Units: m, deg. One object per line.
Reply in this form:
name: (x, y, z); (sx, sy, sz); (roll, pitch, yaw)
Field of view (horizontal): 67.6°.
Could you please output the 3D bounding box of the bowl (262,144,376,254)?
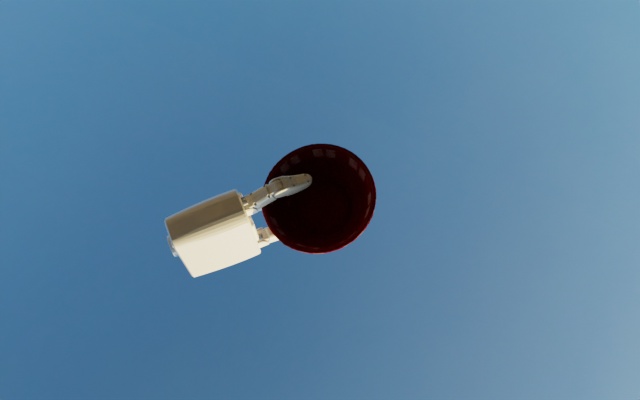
bowl: (0.001, 0.002, 0.685); (0.162, 0.162, 0.055); (0, -18, 9)
